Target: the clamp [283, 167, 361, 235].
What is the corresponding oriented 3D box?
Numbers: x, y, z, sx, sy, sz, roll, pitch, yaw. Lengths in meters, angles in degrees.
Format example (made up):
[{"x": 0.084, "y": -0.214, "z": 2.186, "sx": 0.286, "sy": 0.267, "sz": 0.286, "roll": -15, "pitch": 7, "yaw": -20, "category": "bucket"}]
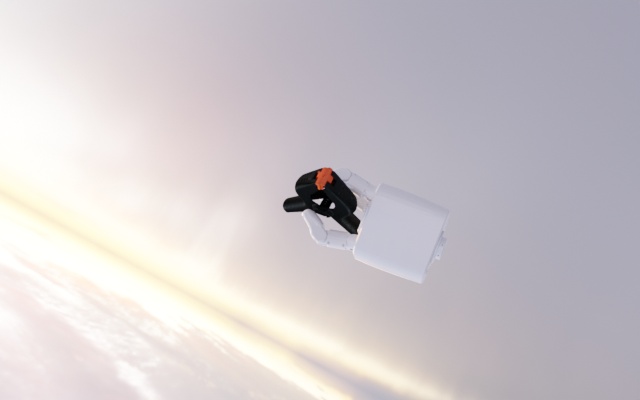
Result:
[{"x": 0.000, "y": 0.003, "z": 0.720, "sx": 0.164, "sy": 0.036, "sz": 0.210, "roll": 19, "pitch": -19, "yaw": 17, "category": "clamp"}]
